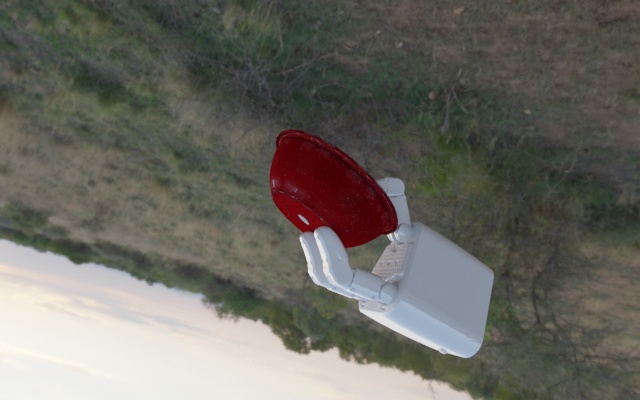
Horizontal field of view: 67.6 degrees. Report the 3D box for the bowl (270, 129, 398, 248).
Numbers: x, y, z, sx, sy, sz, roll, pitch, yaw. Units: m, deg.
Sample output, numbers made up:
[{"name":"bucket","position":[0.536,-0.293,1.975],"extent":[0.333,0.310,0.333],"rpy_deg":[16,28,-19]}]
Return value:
[{"name":"bowl","position":[-0.001,0.001,0.506],"extent":[0.162,0.055,0.162],"rpy_deg":[35,-18,14]}]
